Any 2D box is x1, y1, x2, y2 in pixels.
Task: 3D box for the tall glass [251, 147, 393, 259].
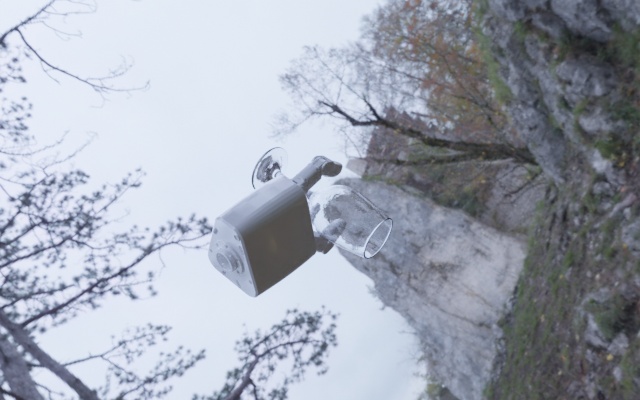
[{"bbox_3d":[0.000,0.002,0.658,0.201,0.079,0.079,32,16,27],"label":"tall glass"}]
